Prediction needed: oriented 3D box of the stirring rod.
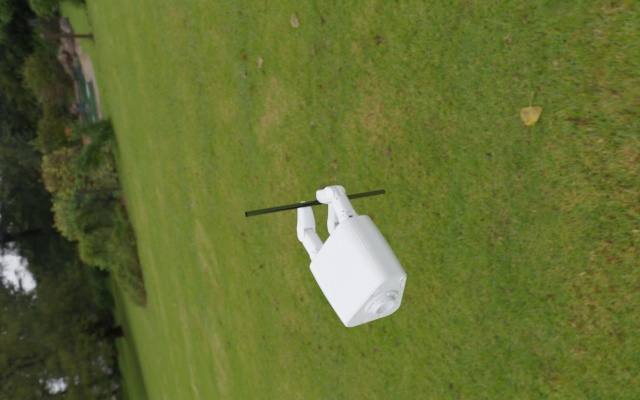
[{"bbox_3d":[0.000,0.002,0.725,0.239,0.011,0.011,-9,4,-29],"label":"stirring rod"}]
